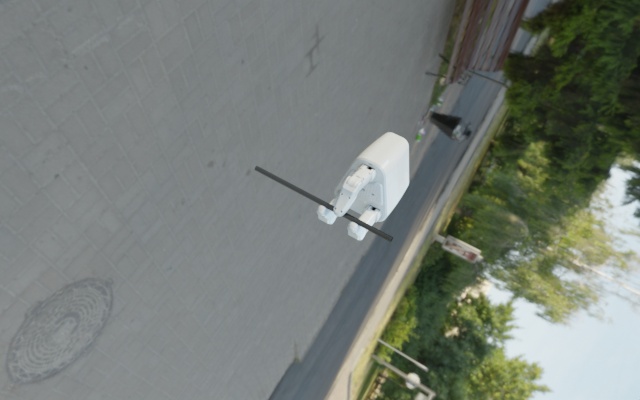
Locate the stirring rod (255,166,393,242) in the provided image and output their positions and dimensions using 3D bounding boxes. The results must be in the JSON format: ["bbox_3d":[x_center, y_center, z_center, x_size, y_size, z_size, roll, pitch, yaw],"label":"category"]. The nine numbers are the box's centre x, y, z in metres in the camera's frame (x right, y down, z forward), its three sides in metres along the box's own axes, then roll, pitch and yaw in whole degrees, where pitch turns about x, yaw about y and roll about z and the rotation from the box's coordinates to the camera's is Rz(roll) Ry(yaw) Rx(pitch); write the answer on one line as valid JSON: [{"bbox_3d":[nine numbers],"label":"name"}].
[{"bbox_3d":[0.000,0.002,0.716,0.239,0.011,0.011,28,9,17],"label":"stirring rod"}]
